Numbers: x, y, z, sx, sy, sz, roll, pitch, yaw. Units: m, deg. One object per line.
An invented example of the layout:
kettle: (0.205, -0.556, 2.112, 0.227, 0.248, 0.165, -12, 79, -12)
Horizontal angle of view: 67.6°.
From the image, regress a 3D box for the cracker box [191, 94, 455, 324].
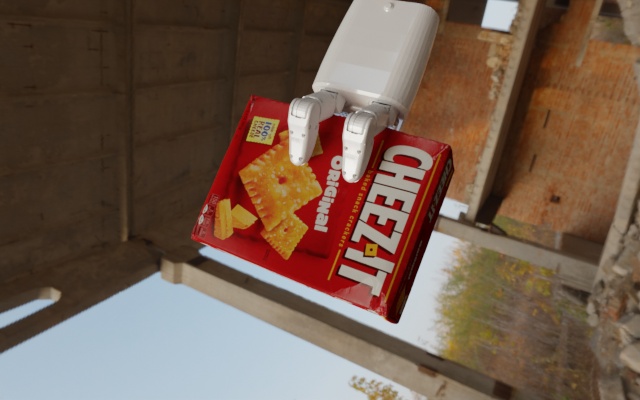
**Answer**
cracker box: (0.000, 0.002, 0.468, 0.213, 0.164, 0.072, 18, -10, 23)
